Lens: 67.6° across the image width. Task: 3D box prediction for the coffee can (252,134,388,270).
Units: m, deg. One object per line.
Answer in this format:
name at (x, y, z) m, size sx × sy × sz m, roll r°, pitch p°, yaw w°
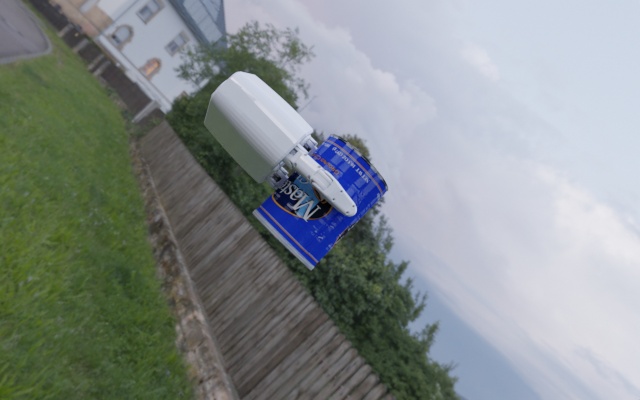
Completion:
coffee can at (0.000, 0.002, 0.599) m, size 0.103 × 0.140 × 0.103 m, roll 44°, pitch -5°, yaw 5°
